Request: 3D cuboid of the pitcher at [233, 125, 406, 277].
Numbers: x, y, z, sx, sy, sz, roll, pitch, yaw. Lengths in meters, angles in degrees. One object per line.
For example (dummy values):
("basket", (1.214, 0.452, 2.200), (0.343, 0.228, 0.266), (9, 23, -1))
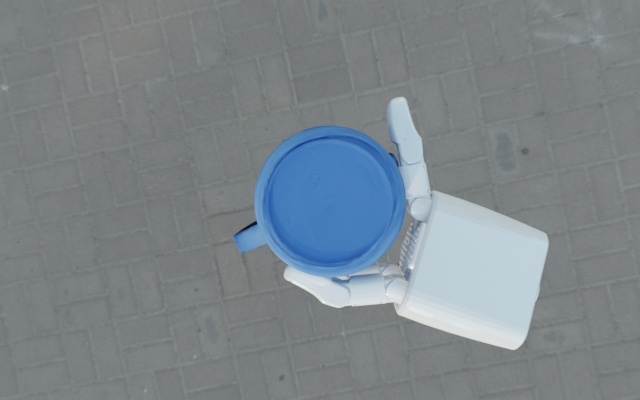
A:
("pitcher", (0.000, 0.001, 0.447), (0.145, 0.149, 0.243), (19, 3, 1))
